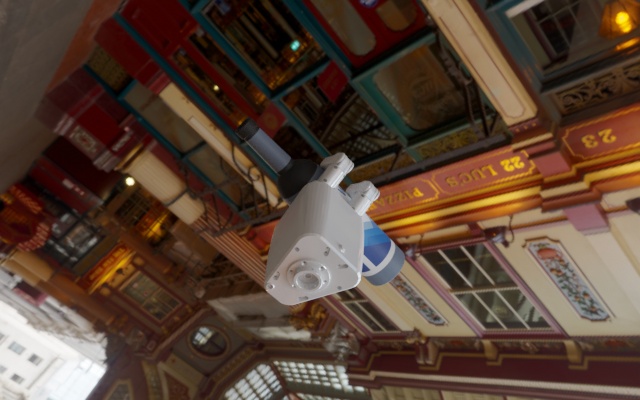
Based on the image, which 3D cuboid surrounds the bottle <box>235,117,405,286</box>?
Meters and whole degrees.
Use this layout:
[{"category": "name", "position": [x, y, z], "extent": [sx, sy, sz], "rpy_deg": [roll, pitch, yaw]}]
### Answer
[{"category": "bottle", "position": [0.000, 0.002, 0.647], "extent": [0.296, 0.069, 0.069], "rpy_deg": [45, -20, -22]}]
